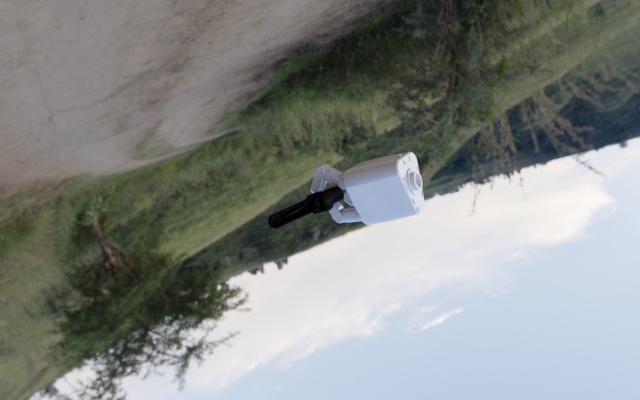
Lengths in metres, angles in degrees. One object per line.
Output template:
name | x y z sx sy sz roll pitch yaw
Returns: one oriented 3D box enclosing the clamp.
clamp | 0.000 0.003 0.821 0.120 0.039 0.171 -11 11 34
